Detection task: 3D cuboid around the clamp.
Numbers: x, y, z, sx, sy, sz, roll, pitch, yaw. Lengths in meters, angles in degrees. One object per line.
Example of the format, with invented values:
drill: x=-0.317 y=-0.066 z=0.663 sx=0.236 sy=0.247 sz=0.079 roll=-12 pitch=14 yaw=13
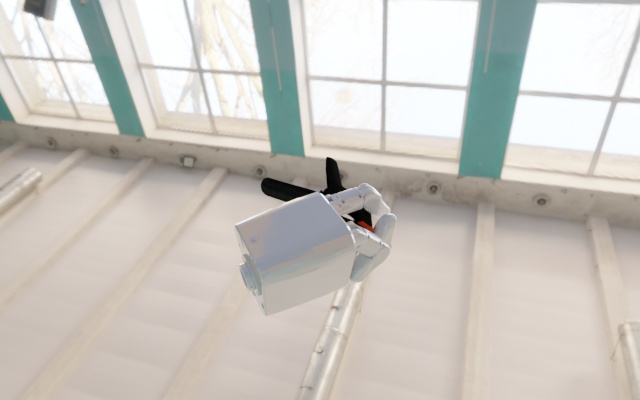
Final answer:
clamp: x=0.000 y=0.003 z=0.623 sx=0.120 sy=0.039 sz=0.171 roll=-20 pitch=40 yaw=-17
